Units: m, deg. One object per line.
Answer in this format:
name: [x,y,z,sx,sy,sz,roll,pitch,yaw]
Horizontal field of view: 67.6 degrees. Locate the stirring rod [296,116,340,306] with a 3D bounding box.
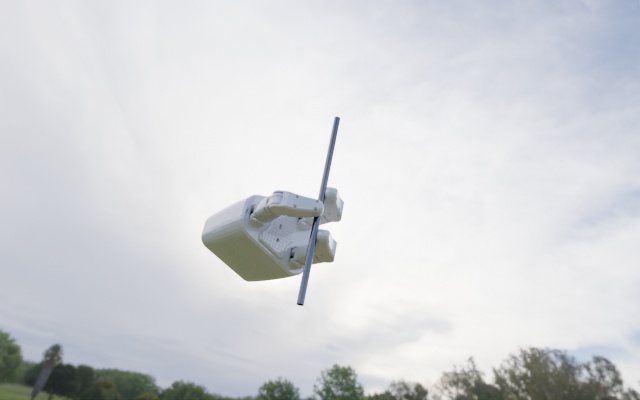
stirring rod: [0.000,0.002,0.543,0.011,0.239,0.011,9,-27,5]
